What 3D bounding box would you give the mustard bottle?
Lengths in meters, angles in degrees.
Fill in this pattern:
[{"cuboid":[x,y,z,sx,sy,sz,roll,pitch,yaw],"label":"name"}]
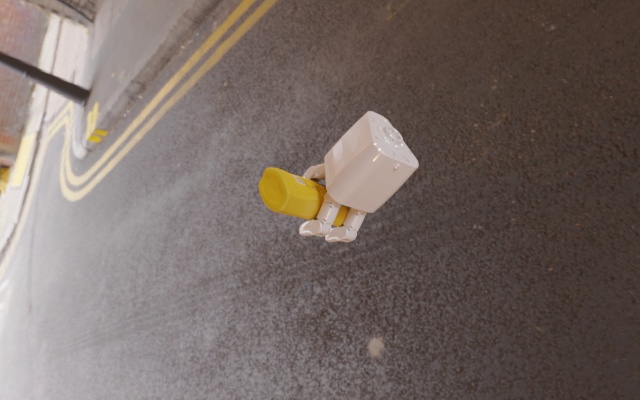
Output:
[{"cuboid":[0.000,0.003,0.770,0.192,0.058,0.096,16,17,-37],"label":"mustard bottle"}]
